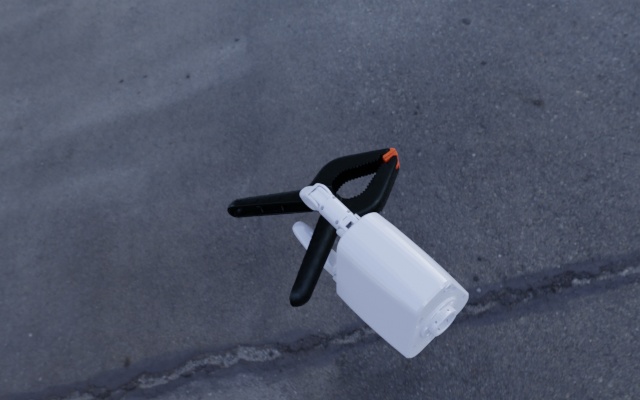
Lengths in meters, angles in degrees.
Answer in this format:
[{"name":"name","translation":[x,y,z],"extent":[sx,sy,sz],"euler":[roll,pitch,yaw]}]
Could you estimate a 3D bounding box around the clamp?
[{"name":"clamp","translation":[0.000,0.001,0.560],"extent":[0.164,0.210,0.036],"euler":[41,-15,32]}]
